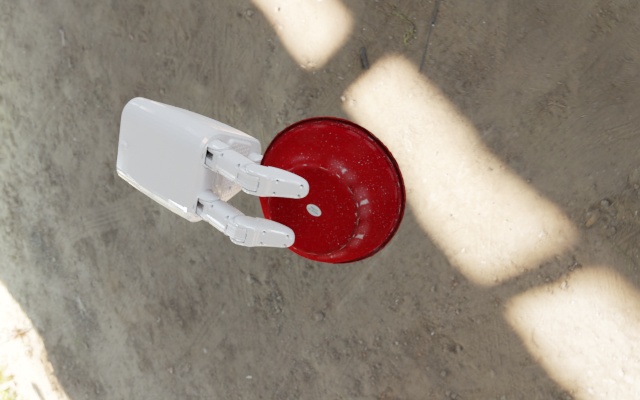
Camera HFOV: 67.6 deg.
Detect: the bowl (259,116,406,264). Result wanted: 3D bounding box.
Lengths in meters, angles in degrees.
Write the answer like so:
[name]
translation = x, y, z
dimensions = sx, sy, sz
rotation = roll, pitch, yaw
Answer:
[bowl]
translation = 0.001, 0.002, 0.473
dimensions = 0.162, 0.162, 0.055
rotation = 0, 20, 20
